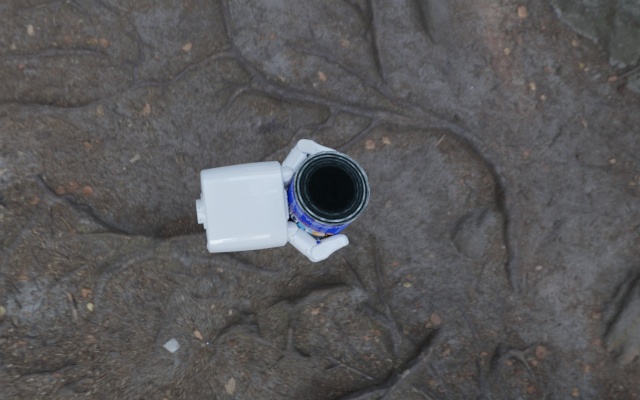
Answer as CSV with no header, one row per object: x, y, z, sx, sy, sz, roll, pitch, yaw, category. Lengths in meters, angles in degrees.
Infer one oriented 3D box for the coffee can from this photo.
0.000,0.002,0.681,0.103,0.102,0.140,0,-16,-13,coffee can
